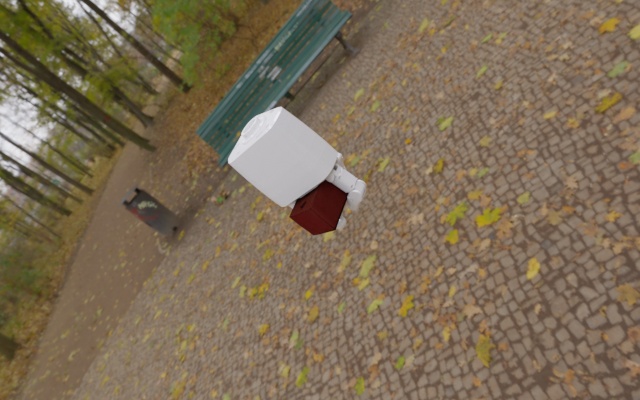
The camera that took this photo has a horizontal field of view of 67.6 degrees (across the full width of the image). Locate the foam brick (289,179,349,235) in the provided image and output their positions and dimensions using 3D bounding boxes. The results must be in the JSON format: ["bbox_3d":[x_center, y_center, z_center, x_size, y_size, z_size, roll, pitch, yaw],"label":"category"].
[{"bbox_3d":[0.000,0.002,0.685,0.051,0.078,0.053,38,-35,-25],"label":"foam brick"}]
